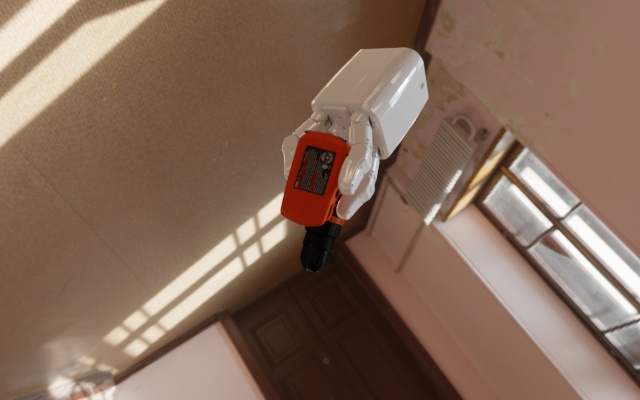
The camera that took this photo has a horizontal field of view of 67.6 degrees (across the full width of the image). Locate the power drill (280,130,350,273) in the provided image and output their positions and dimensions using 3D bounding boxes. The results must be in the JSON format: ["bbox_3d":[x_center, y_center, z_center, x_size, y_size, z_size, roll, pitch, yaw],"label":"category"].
[{"bbox_3d":[0.000,0.002,0.603,0.057,0.184,0.188,14,-5,9],"label":"power drill"}]
